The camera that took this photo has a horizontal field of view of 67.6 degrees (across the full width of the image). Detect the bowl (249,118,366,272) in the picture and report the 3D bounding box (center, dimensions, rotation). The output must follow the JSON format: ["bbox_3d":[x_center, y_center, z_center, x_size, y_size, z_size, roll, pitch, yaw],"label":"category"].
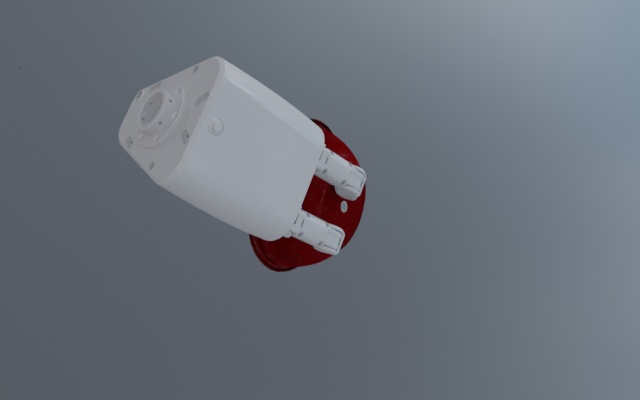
[{"bbox_3d":[0.001,0.002,0.482,0.055,0.162,0.162,15,8,30],"label":"bowl"}]
